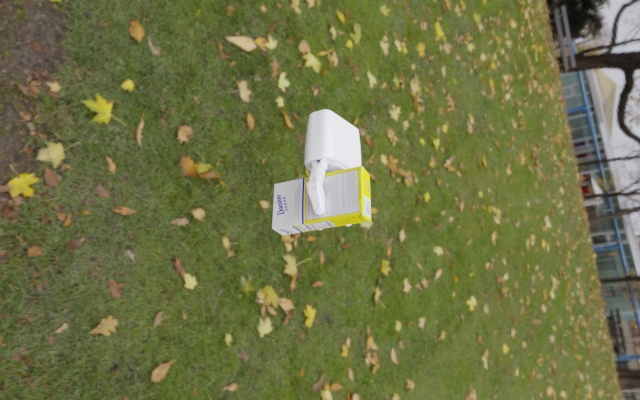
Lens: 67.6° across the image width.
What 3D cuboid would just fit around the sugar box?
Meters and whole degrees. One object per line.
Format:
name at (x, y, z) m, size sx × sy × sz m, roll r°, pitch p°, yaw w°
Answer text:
sugar box at (0.000, 0.003, 0.853) m, size 0.176 × 0.093 × 0.048 m, roll -11°, pitch -26°, yaw 26°
